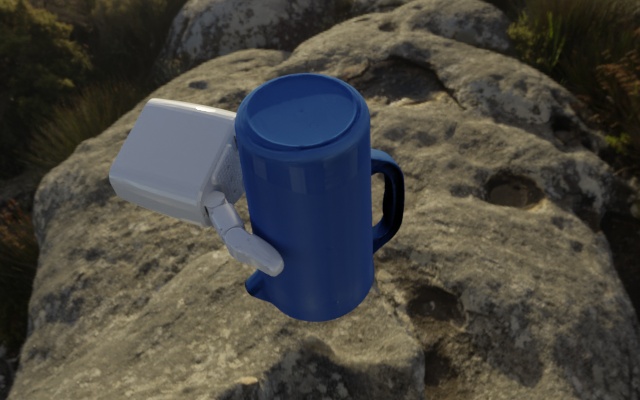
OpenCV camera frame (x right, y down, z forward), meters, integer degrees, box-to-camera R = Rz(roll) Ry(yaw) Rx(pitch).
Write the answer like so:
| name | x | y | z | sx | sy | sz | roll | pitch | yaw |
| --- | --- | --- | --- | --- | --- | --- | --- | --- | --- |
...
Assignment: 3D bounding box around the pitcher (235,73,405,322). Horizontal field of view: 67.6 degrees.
| name | x | y | z | sx | sy | sz | roll | pitch | yaw |
| --- | --- | --- | --- | --- | --- | --- | --- | --- | --- |
| pitcher | 0.000 | 0.002 | 0.466 | 0.145 | 0.149 | 0.243 | 16 | -37 | 15 |
